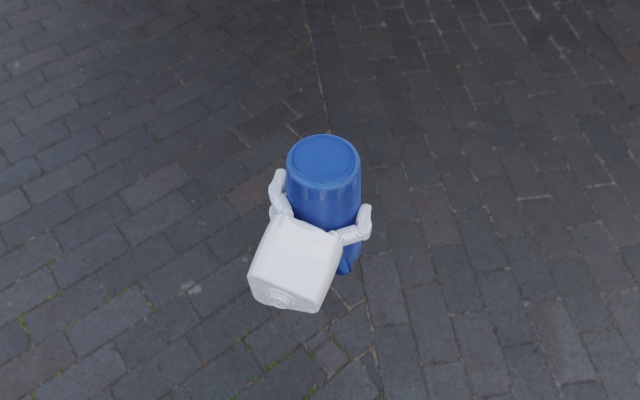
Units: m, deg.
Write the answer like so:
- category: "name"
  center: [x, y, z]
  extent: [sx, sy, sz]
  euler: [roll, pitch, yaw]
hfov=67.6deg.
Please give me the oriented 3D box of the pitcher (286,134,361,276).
- category: "pitcher"
  center: [0.000, 0.003, 0.783]
  extent: [0.149, 0.145, 0.243]
  euler: [15, -34, 12]
